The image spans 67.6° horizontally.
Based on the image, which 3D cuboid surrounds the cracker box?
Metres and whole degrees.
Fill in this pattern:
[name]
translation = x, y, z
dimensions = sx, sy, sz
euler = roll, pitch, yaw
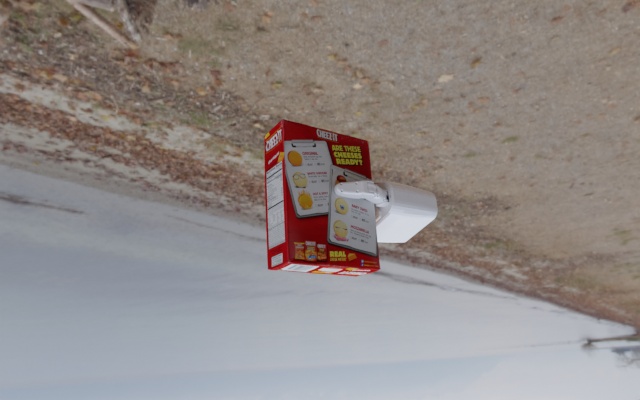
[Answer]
[cracker box]
translation = 0.000, 0.002, 0.722
dimensions = 0.164, 0.213, 0.072
euler = 9, -23, -34
